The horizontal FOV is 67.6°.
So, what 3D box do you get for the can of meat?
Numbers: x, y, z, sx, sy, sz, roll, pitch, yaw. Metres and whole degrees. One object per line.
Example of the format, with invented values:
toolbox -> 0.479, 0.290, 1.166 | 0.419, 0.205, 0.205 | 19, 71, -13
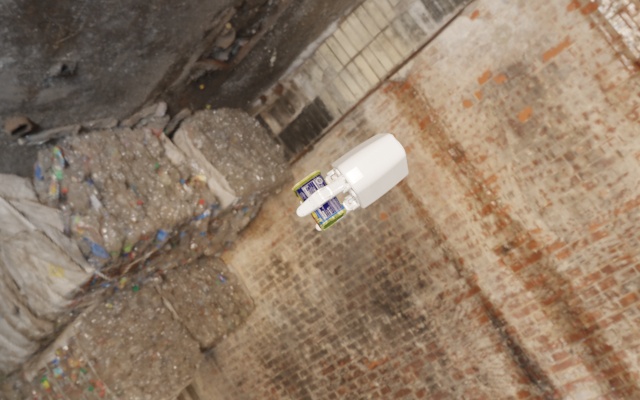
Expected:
can of meat -> 0.000, 0.003, 0.828 | 0.057, 0.084, 0.102 | -35, -7, -4
